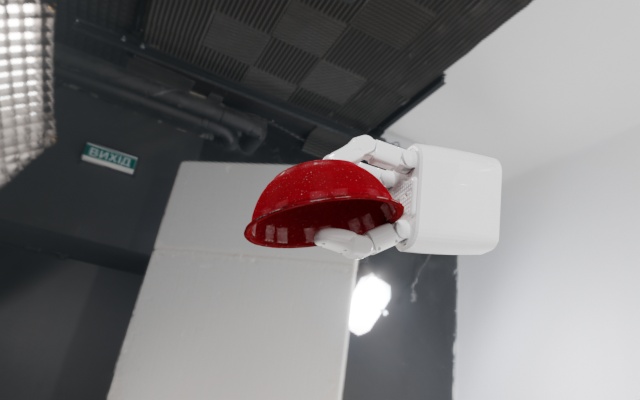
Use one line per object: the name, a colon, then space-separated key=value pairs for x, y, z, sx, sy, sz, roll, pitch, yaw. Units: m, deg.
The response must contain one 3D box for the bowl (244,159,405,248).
bowl: x=-0.001 y=0.001 z=0.486 sx=0.162 sy=0.055 sz=0.162 roll=-9 pitch=-18 yaw=-3
